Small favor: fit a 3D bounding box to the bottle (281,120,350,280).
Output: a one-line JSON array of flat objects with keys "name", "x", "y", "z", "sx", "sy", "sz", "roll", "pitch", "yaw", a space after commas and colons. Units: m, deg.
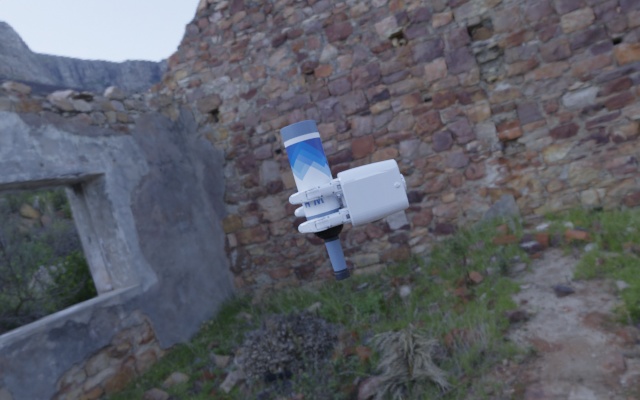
[{"name": "bottle", "x": 0.000, "y": 0.003, "z": 0.881, "sx": 0.069, "sy": 0.295, "sz": 0.069, "roll": -17, "pitch": 1, "yaw": 0}]
